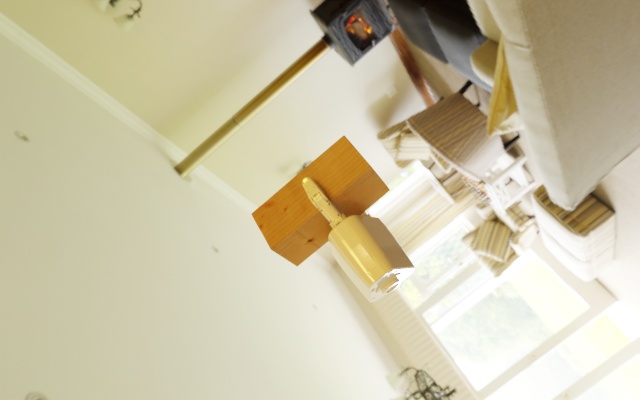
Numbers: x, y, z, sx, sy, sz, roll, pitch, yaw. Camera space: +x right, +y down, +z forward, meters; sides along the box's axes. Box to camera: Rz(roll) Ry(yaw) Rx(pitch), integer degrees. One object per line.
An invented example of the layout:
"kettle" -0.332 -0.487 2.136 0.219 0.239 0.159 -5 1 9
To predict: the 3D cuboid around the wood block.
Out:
"wood block" 0.000 0.003 0.803 0.206 0.090 0.091 -40 -39 6
